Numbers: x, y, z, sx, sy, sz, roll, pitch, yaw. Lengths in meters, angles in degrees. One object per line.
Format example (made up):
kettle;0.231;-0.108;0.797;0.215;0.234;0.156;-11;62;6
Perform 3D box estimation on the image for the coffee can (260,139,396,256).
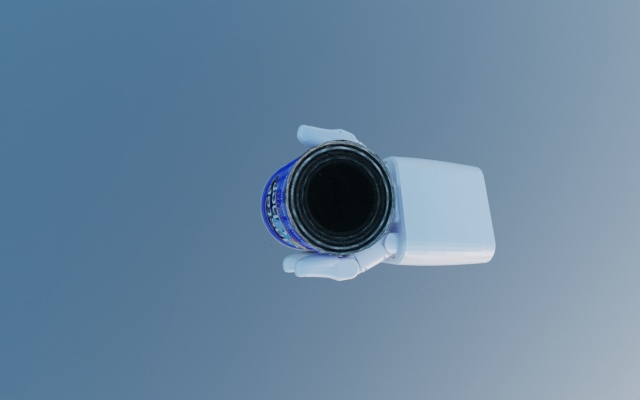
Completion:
coffee can;0.000;0.002;0.483;0.103;0.103;0.140;0;-3;-16
